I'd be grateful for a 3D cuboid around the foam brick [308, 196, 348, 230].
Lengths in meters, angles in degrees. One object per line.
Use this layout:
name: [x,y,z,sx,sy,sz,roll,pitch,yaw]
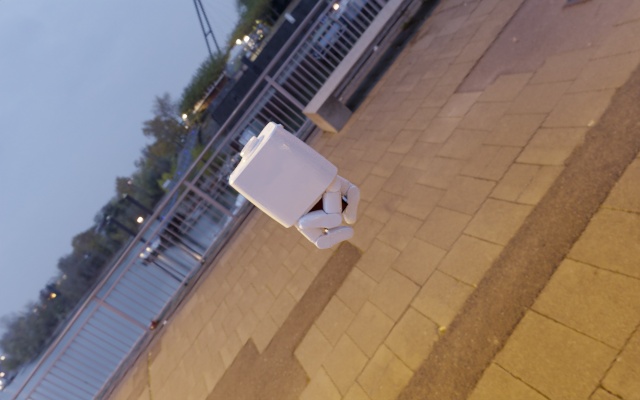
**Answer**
foam brick: [0.000,0.002,0.731,0.051,0.053,0.078,36,4,-17]
